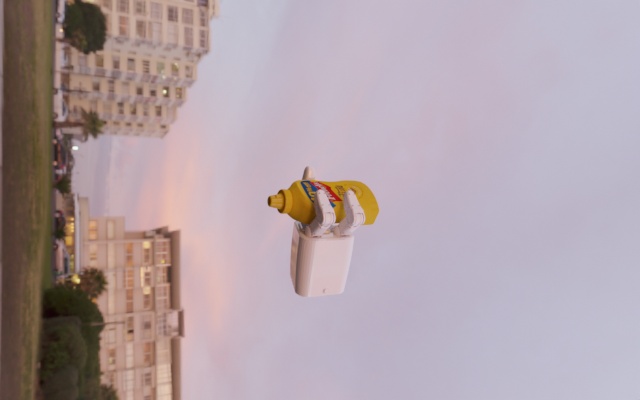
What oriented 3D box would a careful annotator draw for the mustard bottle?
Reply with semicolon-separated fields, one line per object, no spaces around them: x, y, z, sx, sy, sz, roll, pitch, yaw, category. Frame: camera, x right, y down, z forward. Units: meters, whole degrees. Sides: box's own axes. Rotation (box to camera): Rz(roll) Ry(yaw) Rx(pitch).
0.000;0.002;0.821;0.191;0.058;0.096;0;40;-29;mustard bottle
